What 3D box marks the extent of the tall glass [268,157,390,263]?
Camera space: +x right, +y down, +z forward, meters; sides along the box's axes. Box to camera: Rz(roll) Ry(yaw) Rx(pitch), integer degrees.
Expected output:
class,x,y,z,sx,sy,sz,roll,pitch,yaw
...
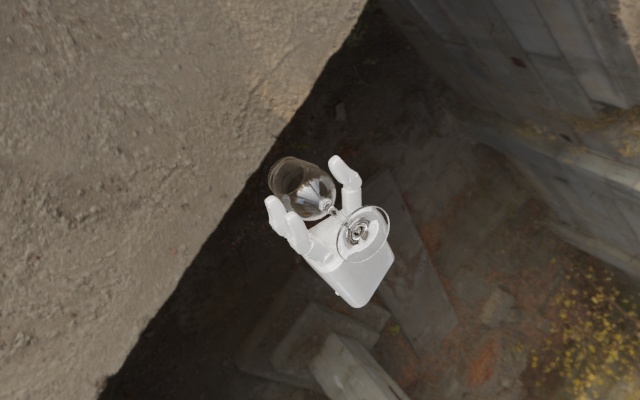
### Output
class,x,y,z,sx,sy,sz,roll,pitch,yaw
tall glass,0.000,0.002,0.626,0.079,0.079,0.201,0,23,-33
